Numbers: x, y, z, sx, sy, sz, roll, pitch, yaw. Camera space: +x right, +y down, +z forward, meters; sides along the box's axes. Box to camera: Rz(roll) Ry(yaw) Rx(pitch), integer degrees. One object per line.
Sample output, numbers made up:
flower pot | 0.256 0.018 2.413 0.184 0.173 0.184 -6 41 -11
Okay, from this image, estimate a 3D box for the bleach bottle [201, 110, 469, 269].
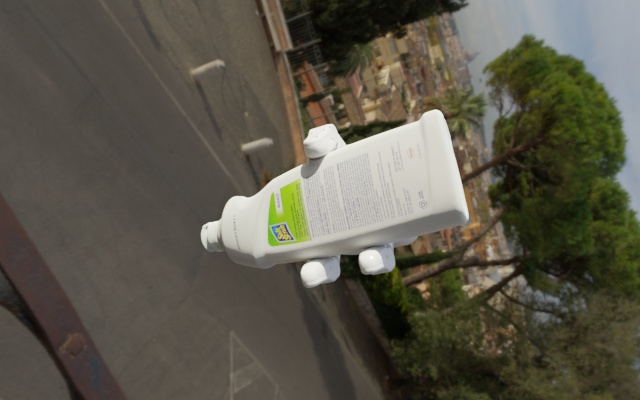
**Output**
bleach bottle | 0.000 0.002 0.445 0.251 0.102 0.068 -14 -15 19
